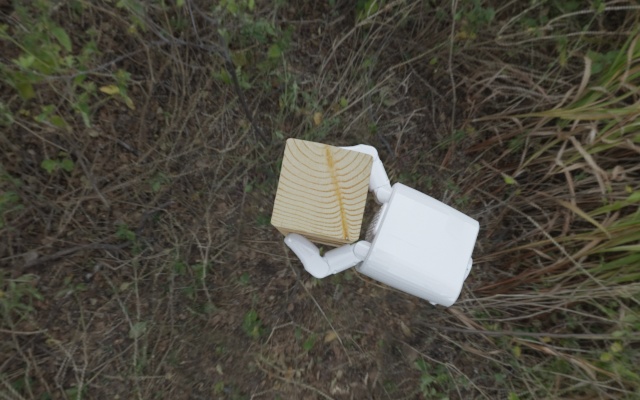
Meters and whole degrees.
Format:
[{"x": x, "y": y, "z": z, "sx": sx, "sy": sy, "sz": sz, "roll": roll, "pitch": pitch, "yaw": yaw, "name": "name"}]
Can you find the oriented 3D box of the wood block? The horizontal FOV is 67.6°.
[{"x": 0.001, "y": 0.002, "z": 0.569, "sx": 0.090, "sy": 0.091, "sz": 0.206, "roll": 11, "pitch": -8, "yaw": 0, "name": "wood block"}]
